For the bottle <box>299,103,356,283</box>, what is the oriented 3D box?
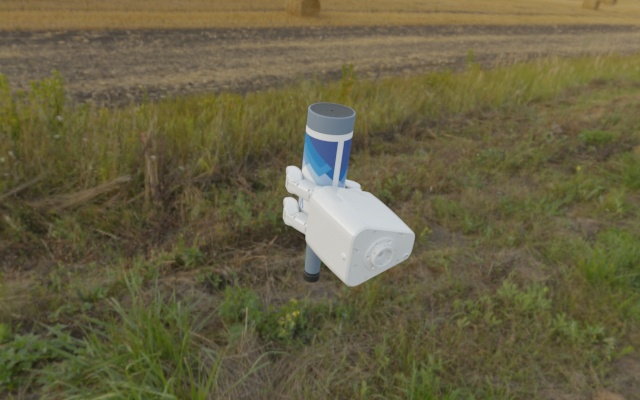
[{"bbox_3d":[0.000,0.002,0.735,0.069,0.296,0.069,5,29,-3],"label":"bottle"}]
